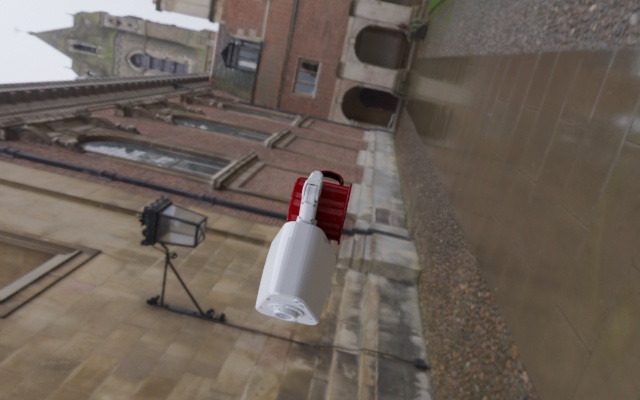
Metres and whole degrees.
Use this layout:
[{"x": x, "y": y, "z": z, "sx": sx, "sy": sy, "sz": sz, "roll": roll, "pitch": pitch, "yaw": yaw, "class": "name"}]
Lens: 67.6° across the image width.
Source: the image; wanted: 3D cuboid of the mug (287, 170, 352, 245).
[{"x": 0.000, "y": 0.001, "z": 0.711, "sx": 0.081, "sy": 0.117, "sz": 0.093, "roll": 12, "pitch": -31, "yaw": 3, "class": "mug"}]
